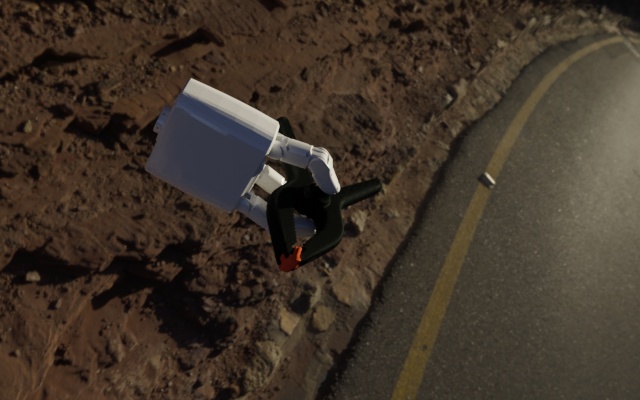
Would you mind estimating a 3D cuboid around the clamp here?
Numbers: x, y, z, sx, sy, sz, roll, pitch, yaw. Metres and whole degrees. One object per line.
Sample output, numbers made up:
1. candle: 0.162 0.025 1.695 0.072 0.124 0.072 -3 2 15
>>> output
1. clamp: 0.000 0.002 0.563 0.164 0.209 0.036 26 -46 -16
